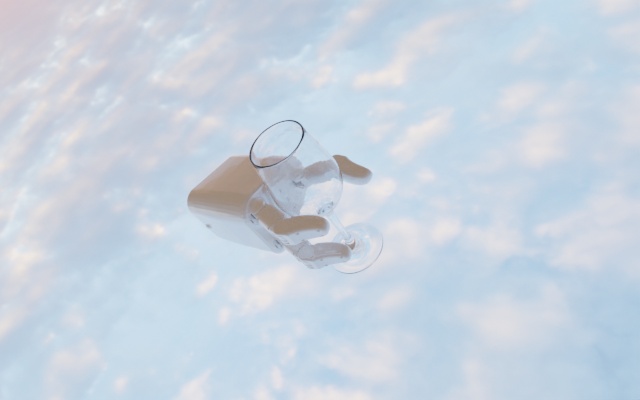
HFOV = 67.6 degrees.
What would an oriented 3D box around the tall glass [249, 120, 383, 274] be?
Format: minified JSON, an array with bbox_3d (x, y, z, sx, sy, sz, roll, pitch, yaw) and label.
[{"bbox_3d":[0.001,0.002,0.532,0.079,0.079,0.201,0,-35,32],"label":"tall glass"}]
